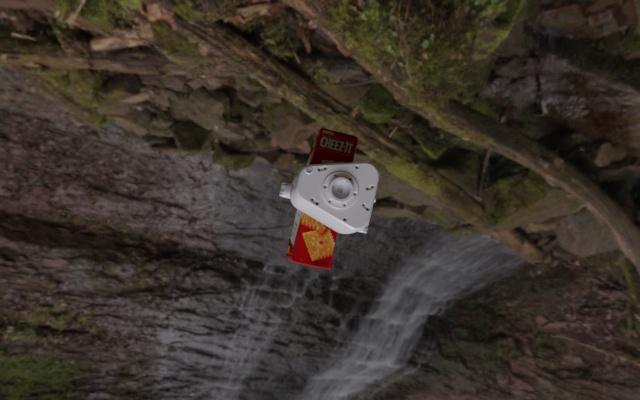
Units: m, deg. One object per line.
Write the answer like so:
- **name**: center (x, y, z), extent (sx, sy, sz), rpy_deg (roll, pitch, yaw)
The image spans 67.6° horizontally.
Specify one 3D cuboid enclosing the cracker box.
- **cracker box**: center (0.000, 0.003, 0.814), extent (0.072, 0.213, 0.164), rpy_deg (14, -6, -5)
